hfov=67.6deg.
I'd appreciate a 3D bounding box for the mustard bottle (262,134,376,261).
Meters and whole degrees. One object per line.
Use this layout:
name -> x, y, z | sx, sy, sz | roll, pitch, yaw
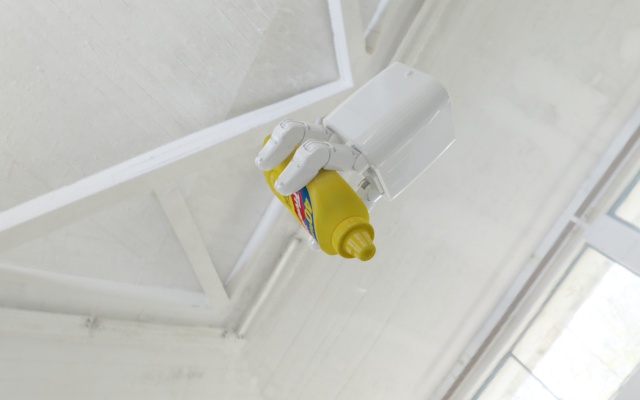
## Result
mustard bottle -> 0.000, 0.002, 0.499 | 0.058, 0.096, 0.191 | -23, 38, -17
